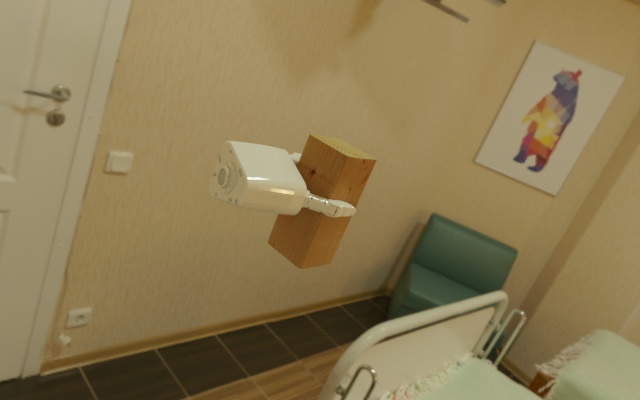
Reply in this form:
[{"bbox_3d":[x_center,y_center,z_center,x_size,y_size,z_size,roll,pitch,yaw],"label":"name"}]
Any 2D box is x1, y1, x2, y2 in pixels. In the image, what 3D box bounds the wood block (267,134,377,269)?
[{"bbox_3d":[0.000,0.003,0.815,0.090,0.206,0.090,35,21,33],"label":"wood block"}]
